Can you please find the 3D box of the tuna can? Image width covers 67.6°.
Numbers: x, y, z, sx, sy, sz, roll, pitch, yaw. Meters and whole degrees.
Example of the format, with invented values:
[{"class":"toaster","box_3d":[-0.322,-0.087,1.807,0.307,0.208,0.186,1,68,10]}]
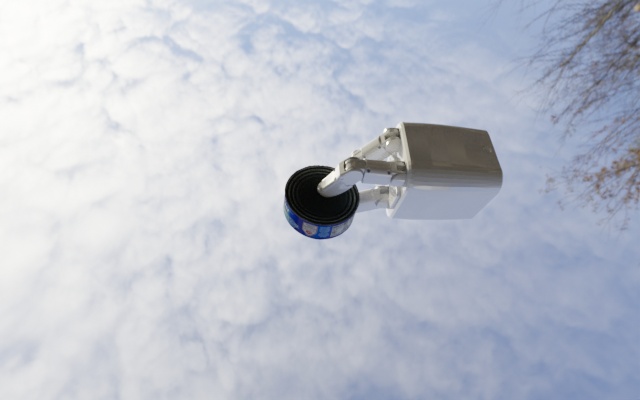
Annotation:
[{"class":"tuna can","box_3d":[0.000,0.002,0.551,0.086,0.086,0.034,0,-37,-10]}]
